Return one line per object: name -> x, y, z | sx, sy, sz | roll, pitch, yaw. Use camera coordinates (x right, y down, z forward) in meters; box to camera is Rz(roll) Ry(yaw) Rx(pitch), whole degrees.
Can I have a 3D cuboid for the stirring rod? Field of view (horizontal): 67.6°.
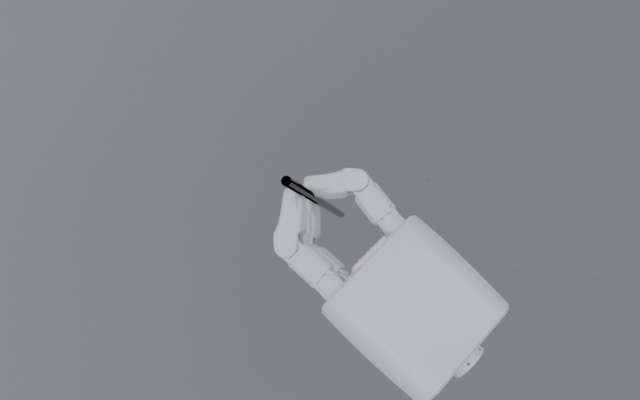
stirring rod -> 0.000, 0.002, 0.468 | 0.011, 0.011, 0.239 | 0, -8, 12
